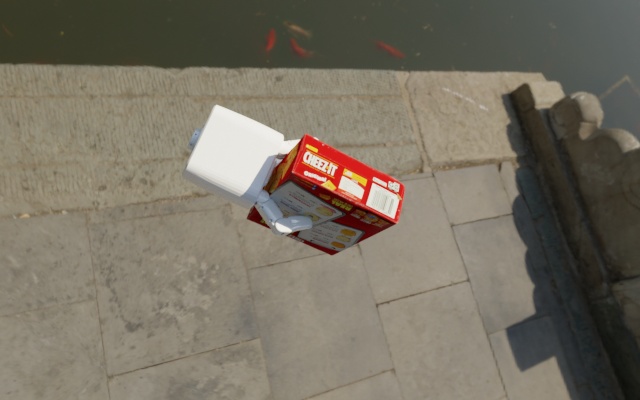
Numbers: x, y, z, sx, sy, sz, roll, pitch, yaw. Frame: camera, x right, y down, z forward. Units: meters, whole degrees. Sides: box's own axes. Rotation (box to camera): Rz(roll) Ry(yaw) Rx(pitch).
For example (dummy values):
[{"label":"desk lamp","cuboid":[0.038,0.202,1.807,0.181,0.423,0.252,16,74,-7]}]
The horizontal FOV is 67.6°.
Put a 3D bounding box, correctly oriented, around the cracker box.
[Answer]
[{"label":"cracker box","cuboid":[0.000,0.002,0.721,0.164,0.072,0.214,25,-26,-15]}]
